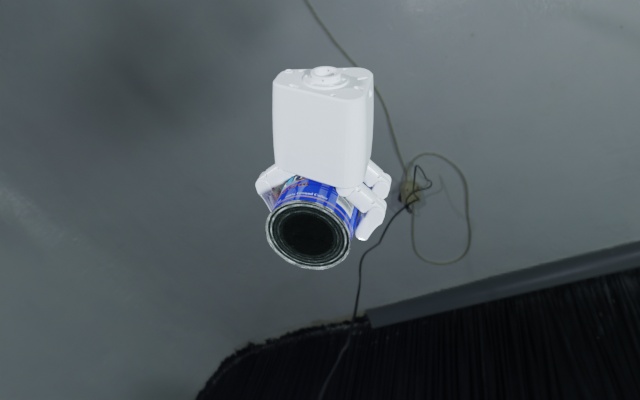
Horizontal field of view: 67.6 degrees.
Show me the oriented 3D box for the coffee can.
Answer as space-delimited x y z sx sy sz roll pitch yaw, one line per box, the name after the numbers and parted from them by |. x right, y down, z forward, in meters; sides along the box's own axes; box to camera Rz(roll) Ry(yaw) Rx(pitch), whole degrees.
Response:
0.000 0.002 0.604 0.103 0.103 0.140 0 36 16 | coffee can
